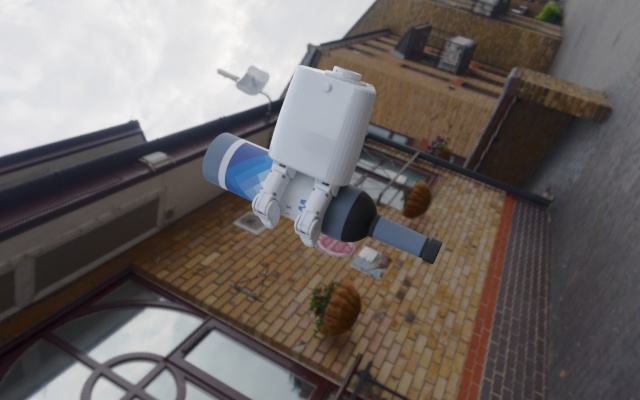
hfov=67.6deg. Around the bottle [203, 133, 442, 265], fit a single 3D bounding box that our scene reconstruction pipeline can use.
[{"bbox_3d":[0.000,0.002,0.568,0.295,0.069,0.069,24,7,16],"label":"bottle"}]
